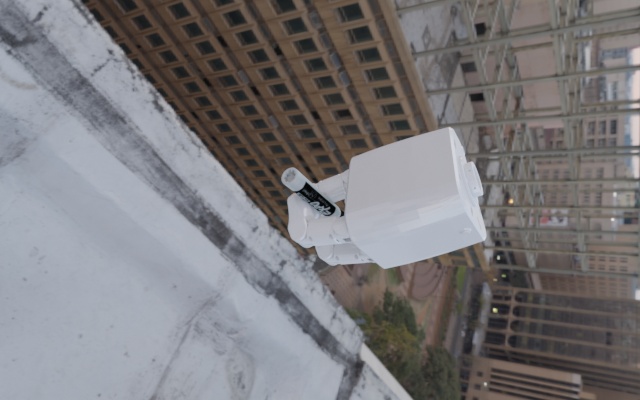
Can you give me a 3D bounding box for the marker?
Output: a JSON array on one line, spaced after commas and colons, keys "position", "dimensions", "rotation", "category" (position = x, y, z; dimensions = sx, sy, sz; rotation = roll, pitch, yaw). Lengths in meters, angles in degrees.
[{"position": [0.000, 0.002, 0.501], "dimensions": [0.020, 0.020, 0.121], "rotation": [0, -25, 33], "category": "marker"}]
